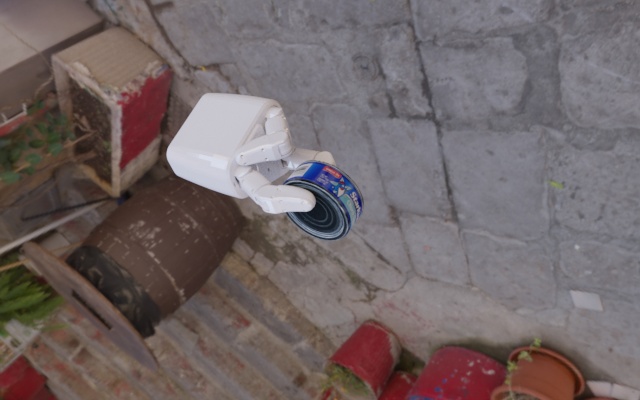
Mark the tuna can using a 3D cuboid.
[{"bbox_3d":[0.000,0.002,0.502,0.086,0.086,0.033,0,39,40],"label":"tuna can"}]
